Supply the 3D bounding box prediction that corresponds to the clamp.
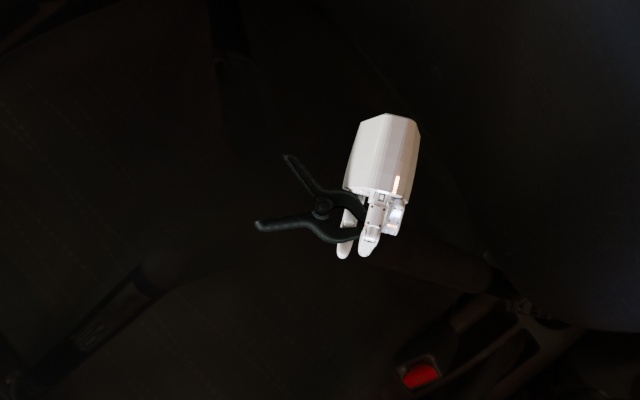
[{"bbox_3d":[0.000,0.002,0.683,0.171,0.120,0.039,13,-2,0],"label":"clamp"}]
